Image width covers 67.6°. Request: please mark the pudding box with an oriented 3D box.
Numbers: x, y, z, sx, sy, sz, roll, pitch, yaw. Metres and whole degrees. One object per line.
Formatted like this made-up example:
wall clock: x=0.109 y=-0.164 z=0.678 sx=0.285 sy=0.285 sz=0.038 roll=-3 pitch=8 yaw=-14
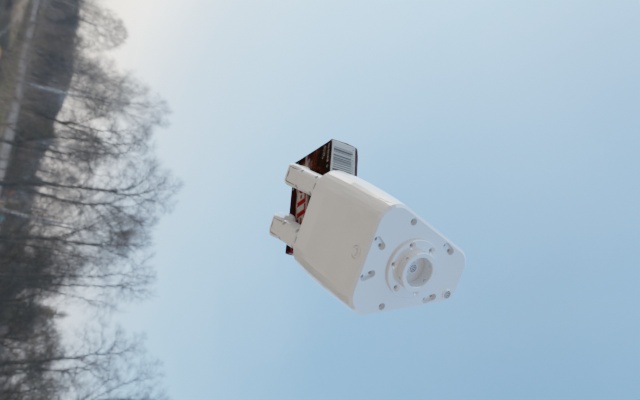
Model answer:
pudding box: x=0.000 y=0.002 z=0.519 sx=0.039 sy=0.113 sz=0.090 roll=16 pitch=-20 yaw=-27
